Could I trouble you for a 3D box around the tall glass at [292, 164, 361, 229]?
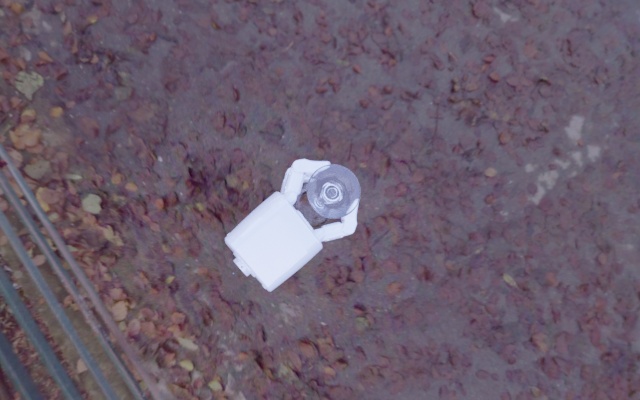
[{"bbox_3d":[0.000,0.002,0.739,0.079,0.079,0.201,0,-8,-10],"label":"tall glass"}]
